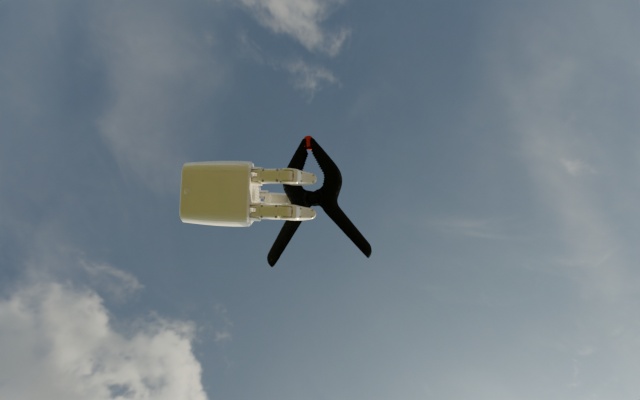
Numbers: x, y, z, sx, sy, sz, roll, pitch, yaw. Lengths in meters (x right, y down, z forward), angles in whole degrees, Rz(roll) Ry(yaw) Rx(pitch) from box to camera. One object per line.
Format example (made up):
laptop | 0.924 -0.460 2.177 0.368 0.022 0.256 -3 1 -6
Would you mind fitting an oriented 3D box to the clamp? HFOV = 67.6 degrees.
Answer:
clamp | 0.000 0.002 0.762 0.164 0.210 0.036 1 -6 2
